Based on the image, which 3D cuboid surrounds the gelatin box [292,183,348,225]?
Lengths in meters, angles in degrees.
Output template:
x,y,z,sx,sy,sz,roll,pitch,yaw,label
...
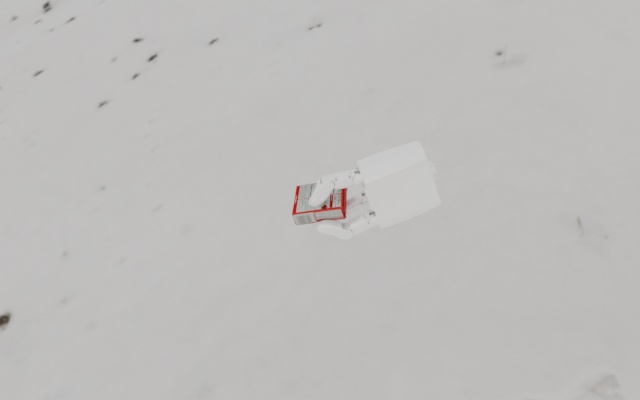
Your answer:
x,y,z,sx,sy,sz,roll,pitch,yaw,label
0.000,0.002,0.810,0.089,0.030,0.073,-8,42,12,gelatin box
